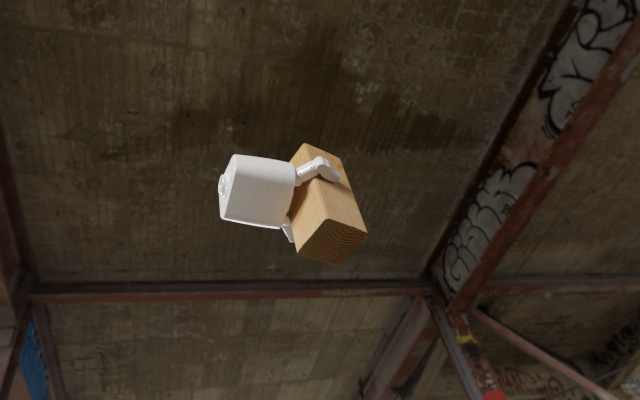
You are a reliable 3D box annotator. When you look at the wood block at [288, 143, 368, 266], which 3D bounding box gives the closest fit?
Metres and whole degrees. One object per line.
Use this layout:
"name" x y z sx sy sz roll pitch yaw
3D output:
"wood block" 0.000 0.002 0.860 0.090 0.091 0.206 21 33 -30
